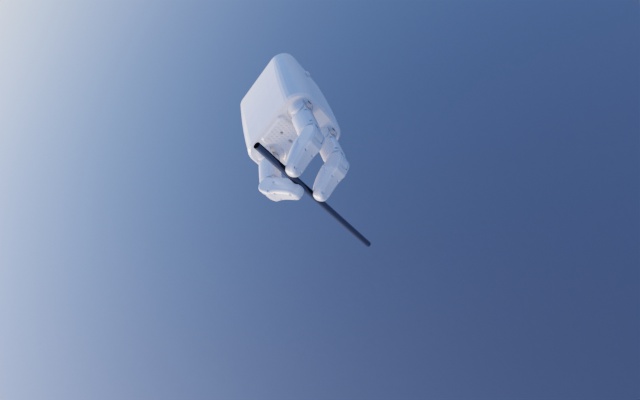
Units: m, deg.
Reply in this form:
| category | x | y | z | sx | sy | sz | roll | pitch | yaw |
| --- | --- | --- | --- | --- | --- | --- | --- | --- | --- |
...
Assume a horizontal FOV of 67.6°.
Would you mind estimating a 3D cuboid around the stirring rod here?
| category | x | y | z | sx | sy | sz | roll | pitch | yaw |
| --- | --- | --- | --- | --- | --- | --- | --- | --- | --- |
| stirring rod | 0.000 | 0.002 | 0.567 | 0.011 | 0.011 | 0.240 | 0 | -29 | 38 |
